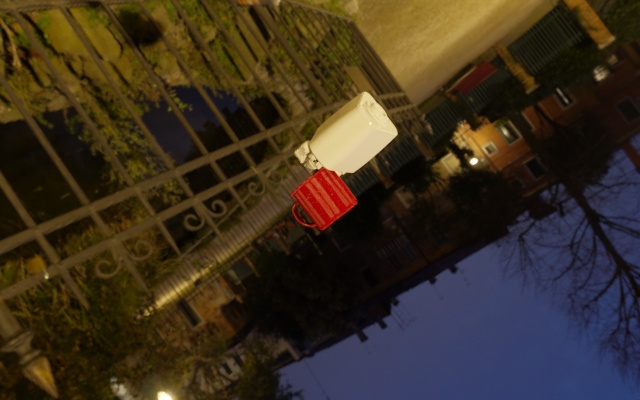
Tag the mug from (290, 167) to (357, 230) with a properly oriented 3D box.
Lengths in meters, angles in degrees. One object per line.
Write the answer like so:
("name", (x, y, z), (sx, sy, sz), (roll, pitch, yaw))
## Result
("mug", (-0.001, 0.004, 0.820), (0.117, 0.081, 0.093), (-39, -3, 27))
